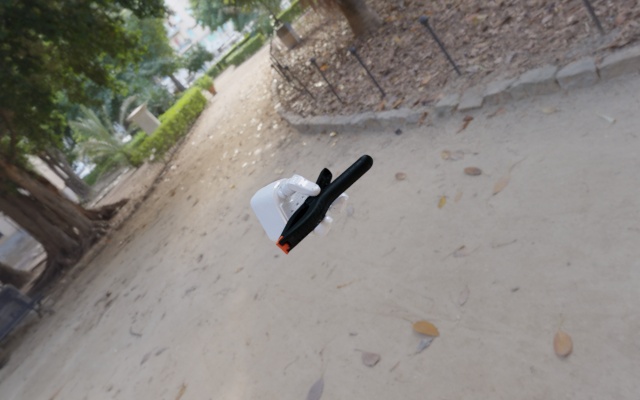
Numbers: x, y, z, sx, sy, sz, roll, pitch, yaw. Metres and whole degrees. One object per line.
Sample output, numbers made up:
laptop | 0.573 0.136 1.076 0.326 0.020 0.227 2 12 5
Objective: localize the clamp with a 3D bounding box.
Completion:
clamp | -0.001 0.003 0.823 0.036 0.210 0.164 44 -29 -15
